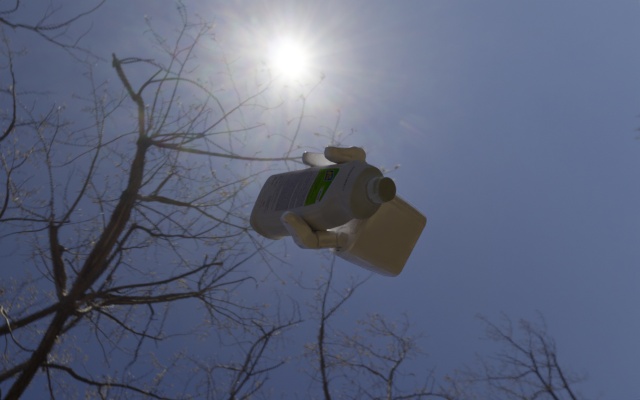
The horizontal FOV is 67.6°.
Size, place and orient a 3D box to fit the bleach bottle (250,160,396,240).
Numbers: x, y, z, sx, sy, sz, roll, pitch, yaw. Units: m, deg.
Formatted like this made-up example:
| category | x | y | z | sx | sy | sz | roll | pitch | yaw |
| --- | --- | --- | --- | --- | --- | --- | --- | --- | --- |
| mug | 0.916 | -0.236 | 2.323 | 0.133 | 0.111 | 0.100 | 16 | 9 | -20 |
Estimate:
| category | x | y | z | sx | sy | sz | roll | pitch | yaw |
| --- | --- | --- | --- | --- | --- | --- | --- | --- | --- |
| bleach bottle | 0.000 | 0.002 | 0.639 | 0.068 | 0.102 | 0.251 | 30 | -20 | -30 |
